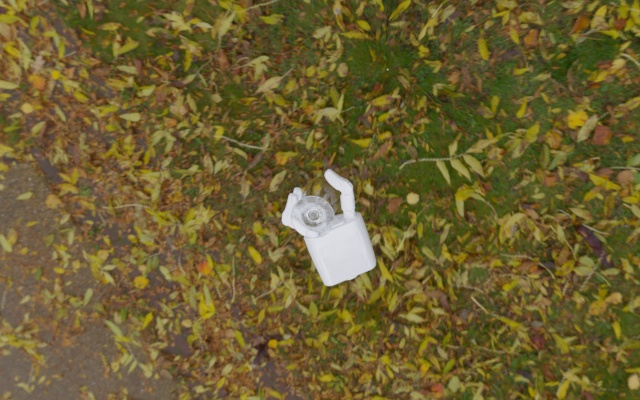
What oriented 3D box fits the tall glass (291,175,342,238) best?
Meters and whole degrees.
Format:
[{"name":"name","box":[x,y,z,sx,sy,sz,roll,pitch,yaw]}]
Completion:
[{"name":"tall glass","box":[0.000,0.003,0.892,0.079,0.079,0.201,0,15,8]}]
